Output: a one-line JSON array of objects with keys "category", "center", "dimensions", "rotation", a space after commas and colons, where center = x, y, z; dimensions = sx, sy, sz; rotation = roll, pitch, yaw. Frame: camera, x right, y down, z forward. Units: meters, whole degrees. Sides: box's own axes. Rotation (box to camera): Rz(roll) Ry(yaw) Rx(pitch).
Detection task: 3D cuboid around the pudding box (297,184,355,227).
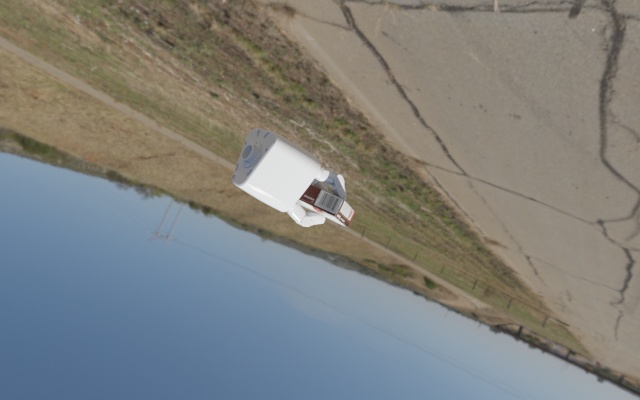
[{"category": "pudding box", "center": [0.000, 0.003, 0.885], "dimensions": [0.113, 0.039, 0.090], "rotation": [26, -5, 22]}]
